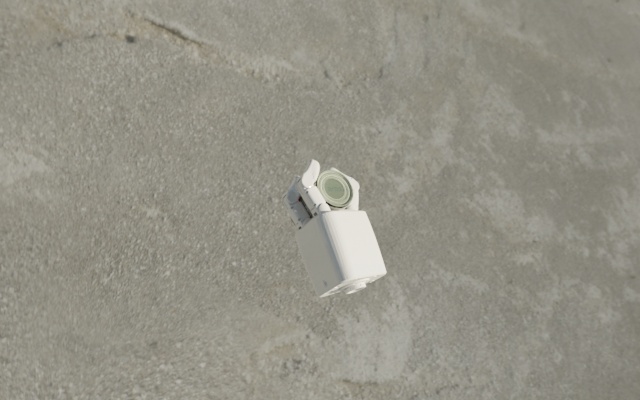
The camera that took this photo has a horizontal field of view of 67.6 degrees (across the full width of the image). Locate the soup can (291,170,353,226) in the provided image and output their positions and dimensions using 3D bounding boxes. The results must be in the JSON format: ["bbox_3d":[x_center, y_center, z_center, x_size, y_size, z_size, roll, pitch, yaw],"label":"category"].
[{"bbox_3d":[0.000,0.002,0.777,0.068,0.068,0.102,0,-25,-30],"label":"soup can"}]
